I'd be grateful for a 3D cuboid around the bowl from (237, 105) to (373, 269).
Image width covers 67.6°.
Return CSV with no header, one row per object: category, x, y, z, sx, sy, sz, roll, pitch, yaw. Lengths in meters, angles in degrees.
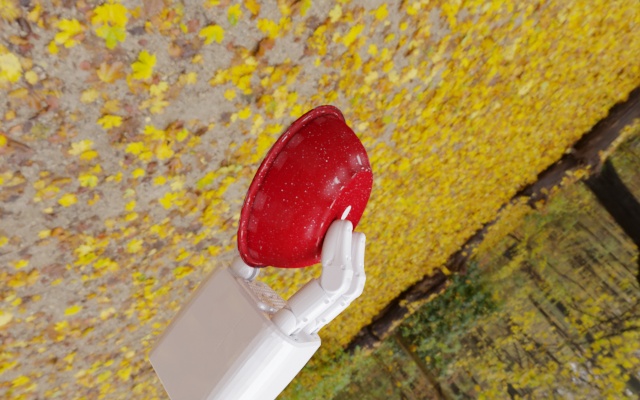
bowl,0.001,0.000,0.420,0.055,0.162,0.162,28,11,21
